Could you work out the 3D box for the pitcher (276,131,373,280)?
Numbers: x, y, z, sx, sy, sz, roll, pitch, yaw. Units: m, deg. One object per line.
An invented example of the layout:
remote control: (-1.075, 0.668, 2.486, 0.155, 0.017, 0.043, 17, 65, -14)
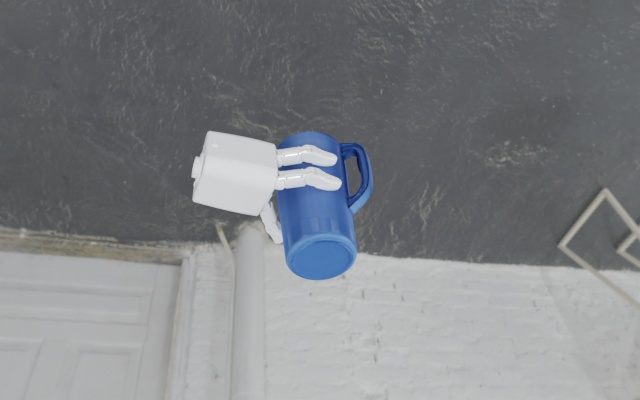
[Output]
pitcher: (0.000, 0.003, 0.786, 0.145, 0.149, 0.242, 13, 40, -20)
